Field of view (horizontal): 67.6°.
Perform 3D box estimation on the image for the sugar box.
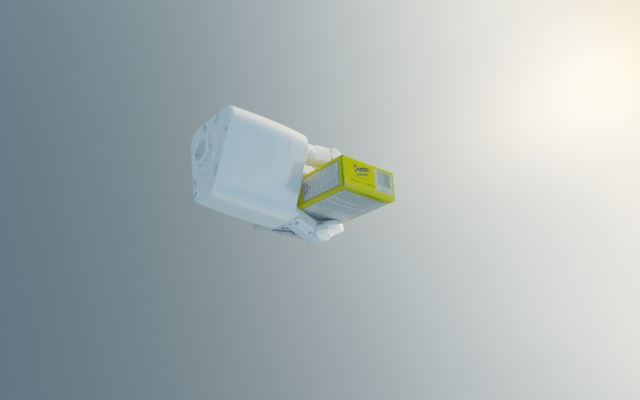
[{"bbox_3d":[0.000,0.001,0.616,0.093,0.048,0.176,16,-27,-40],"label":"sugar box"}]
